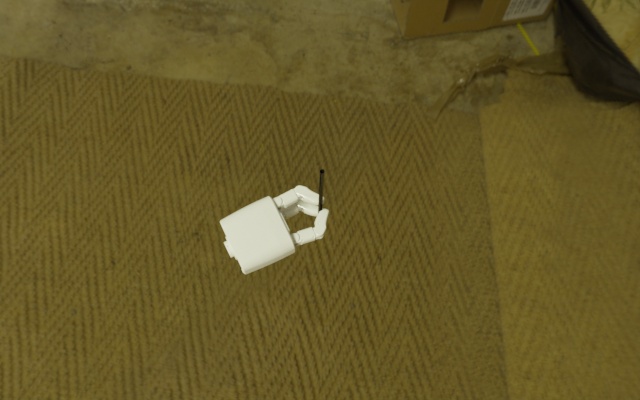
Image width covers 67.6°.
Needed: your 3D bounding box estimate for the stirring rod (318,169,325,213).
[{"bbox_3d":[0.000,0.003,0.893,0.011,0.011,0.240,0,-25,-1],"label":"stirring rod"}]
